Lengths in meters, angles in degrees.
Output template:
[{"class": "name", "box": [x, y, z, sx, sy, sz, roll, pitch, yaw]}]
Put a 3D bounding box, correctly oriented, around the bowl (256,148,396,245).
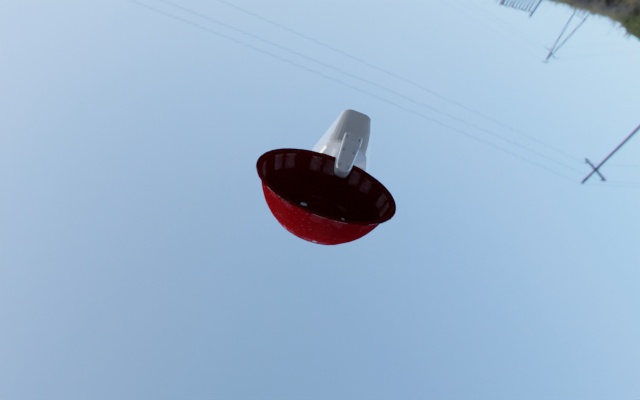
[{"class": "bowl", "box": [-0.001, 0.003, 0.535, 0.162, 0.055, 0.162, 16, 26, -8]}]
